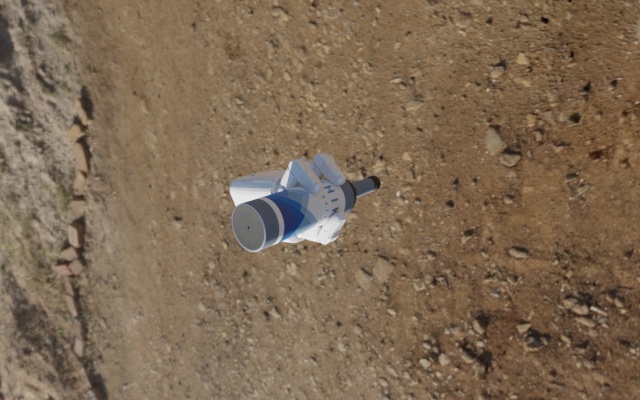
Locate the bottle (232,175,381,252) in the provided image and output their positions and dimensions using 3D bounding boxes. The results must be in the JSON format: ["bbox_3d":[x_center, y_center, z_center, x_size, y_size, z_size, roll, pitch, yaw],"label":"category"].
[{"bbox_3d":[0.000,0.002,0.728,0.069,0.069,0.295,0,13,41],"label":"bottle"}]
